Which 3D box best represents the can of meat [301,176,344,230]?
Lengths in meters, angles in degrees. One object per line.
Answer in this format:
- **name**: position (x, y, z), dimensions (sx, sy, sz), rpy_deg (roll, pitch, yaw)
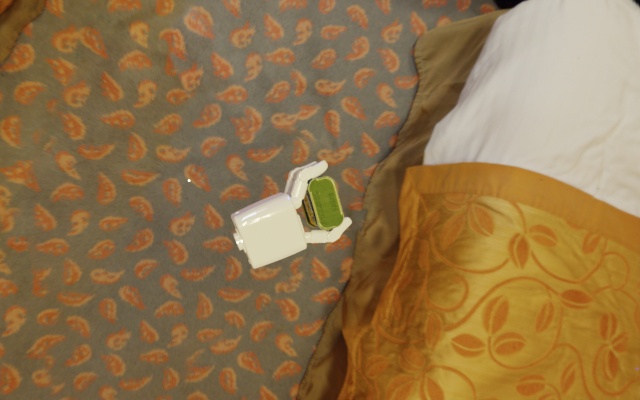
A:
- **can of meat**: position (0.000, 0.003, 0.890), dimensions (0.057, 0.102, 0.084), rpy_deg (-18, 7, -13)
